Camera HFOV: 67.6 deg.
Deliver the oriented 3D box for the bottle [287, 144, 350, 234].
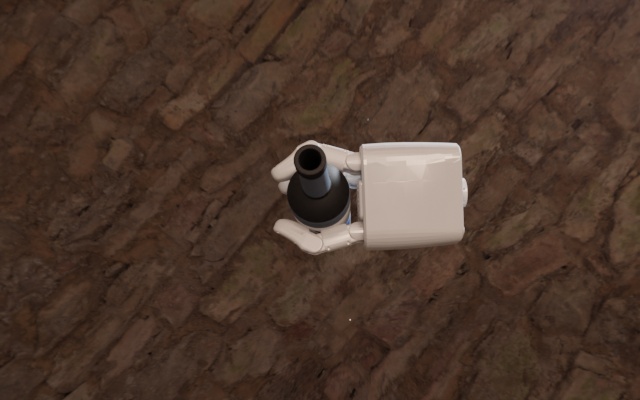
[{"bbox_3d":[0.000,0.002,0.535,0.069,0.069,0.296,0,-14,4],"label":"bottle"}]
